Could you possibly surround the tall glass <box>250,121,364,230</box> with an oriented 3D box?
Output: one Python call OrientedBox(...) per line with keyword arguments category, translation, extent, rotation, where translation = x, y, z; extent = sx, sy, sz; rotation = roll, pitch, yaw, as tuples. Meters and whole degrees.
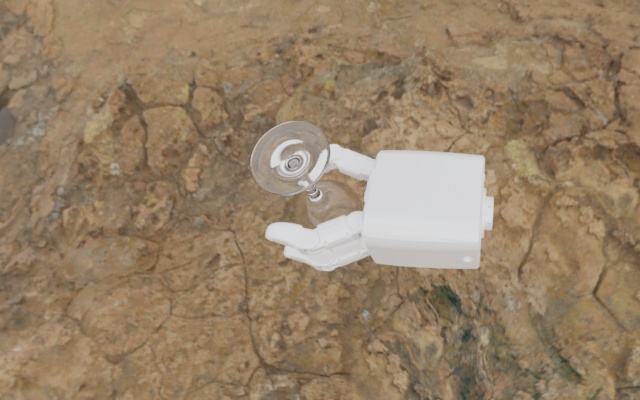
OrientedBox(category="tall glass", translation=(0.000, 0.001, 0.505), extent=(0.079, 0.079, 0.201), rotation=(0, -24, 17))
